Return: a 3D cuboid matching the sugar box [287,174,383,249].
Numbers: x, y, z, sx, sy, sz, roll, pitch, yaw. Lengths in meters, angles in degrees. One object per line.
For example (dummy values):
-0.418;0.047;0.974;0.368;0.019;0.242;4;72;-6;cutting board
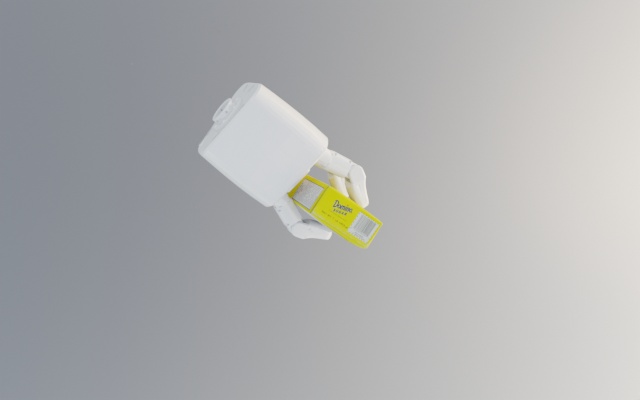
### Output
0.000;0.002;0.638;0.093;0.048;0.176;35;0;-26;sugar box
